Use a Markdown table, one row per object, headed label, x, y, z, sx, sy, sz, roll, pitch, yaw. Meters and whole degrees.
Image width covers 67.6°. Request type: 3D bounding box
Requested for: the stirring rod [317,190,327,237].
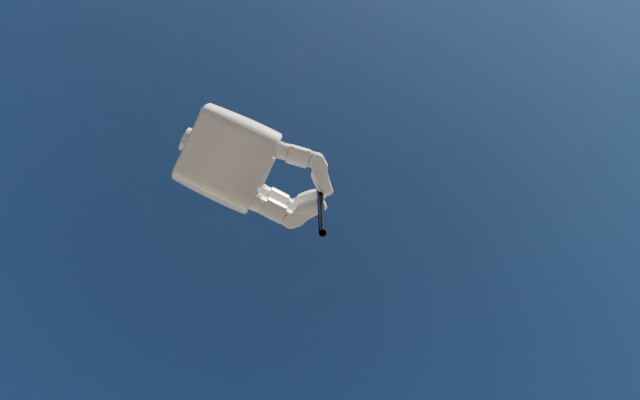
| label | x | y | z | sx | sy | sz | roll | pitch | yaw |
| --- | --- | --- | --- | --- | --- | --- | --- | --- | --- |
| stirring rod | 0.000 | 0.002 | 0.601 | 0.011 | 0.011 | 0.239 | 0 | 15 | -1 |
